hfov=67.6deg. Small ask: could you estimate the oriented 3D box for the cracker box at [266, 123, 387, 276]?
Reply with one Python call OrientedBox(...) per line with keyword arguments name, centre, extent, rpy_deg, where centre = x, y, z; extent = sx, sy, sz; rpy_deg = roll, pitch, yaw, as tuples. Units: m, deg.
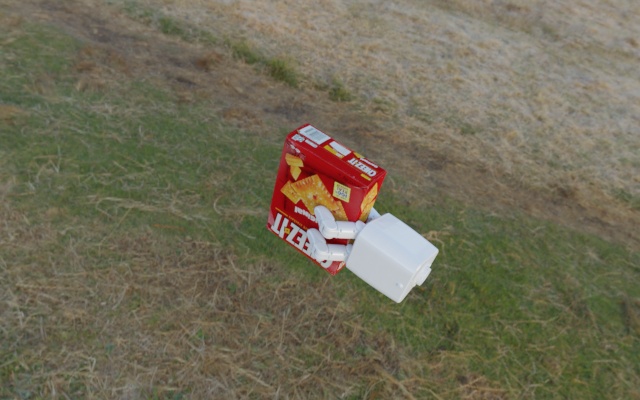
OrientedBox(name="cracker box", centre=(0.000, 0.002, 0.815), extent=(0.164, 0.214, 0.072), rpy_deg=(34, 42, 19))
